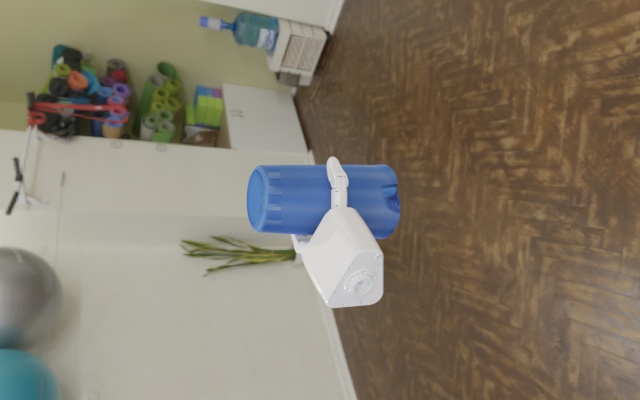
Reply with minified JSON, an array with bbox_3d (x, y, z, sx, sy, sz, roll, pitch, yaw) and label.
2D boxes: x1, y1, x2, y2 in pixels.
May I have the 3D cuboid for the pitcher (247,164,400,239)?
[{"bbox_3d":[0.000,0.003,0.817,0.243,0.149,0.145,2,32,-24],"label":"pitcher"}]
